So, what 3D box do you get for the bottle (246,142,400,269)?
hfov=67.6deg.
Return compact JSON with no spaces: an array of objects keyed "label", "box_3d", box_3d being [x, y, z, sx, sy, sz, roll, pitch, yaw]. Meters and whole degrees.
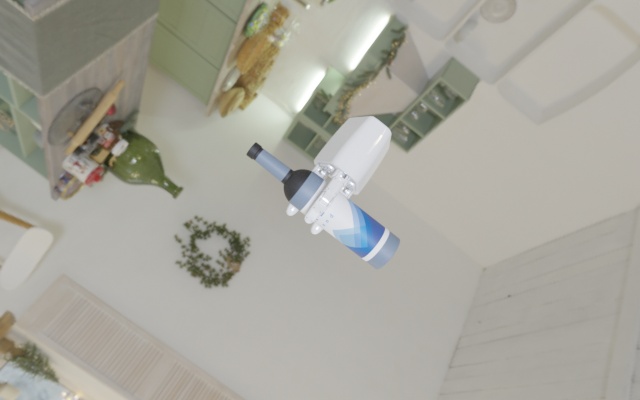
[{"label":"bottle","box_3d":[0.000,0.003,0.809,0.296,0.069,0.069,38,-4,-5]}]
